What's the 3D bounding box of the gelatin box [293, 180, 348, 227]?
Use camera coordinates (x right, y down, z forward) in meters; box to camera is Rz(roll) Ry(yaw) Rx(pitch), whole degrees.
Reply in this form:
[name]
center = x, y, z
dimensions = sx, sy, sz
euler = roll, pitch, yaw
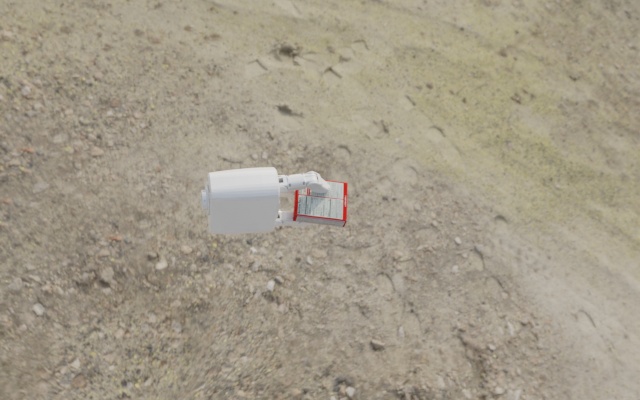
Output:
[gelatin box]
center = 0.001, 0.002, 0.804
dimensions = 0.089, 0.073, 0.030
euler = 6, -28, -7
